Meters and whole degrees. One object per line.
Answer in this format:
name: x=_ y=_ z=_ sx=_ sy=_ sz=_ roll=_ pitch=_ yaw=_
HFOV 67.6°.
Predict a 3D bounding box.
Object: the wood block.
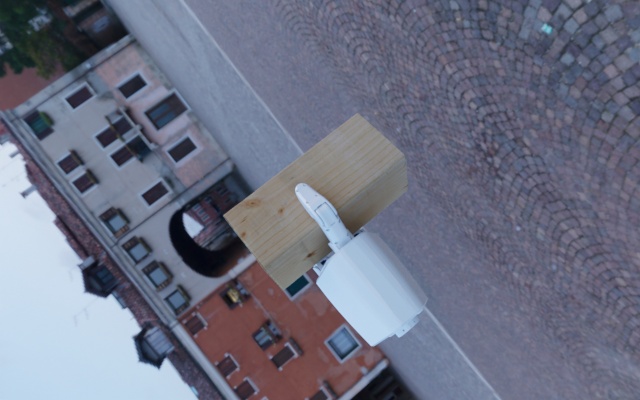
wood block: x=0.000 y=0.002 z=0.588 sx=0.206 sy=0.090 sz=0.091 roll=-38 pitch=-27 yaw=-8
